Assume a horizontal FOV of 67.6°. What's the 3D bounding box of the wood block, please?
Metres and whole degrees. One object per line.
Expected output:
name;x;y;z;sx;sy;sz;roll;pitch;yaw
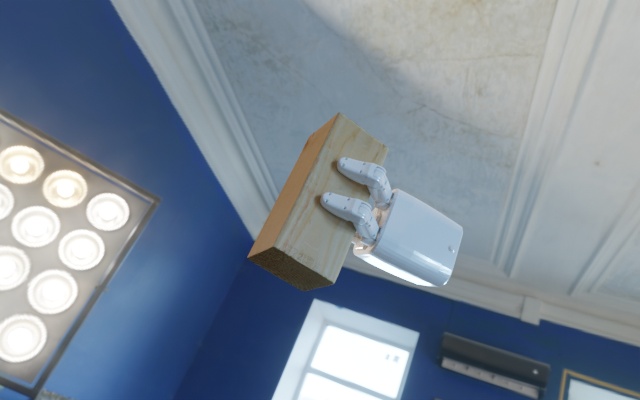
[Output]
wood block;0.000;0.002;0.622;0.090;0.206;0.091;33;-29;-16
